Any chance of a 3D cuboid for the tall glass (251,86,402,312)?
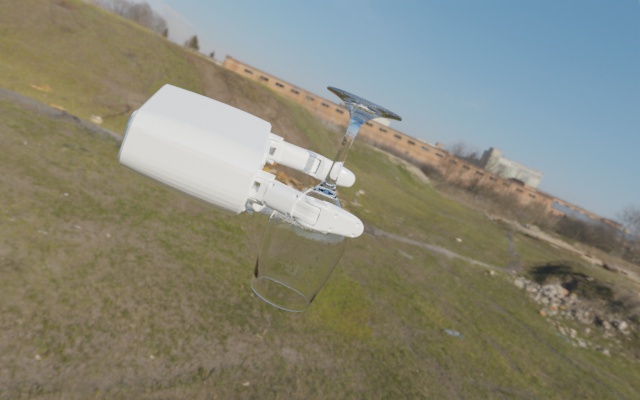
[{"bbox_3d":[0.000,0.001,0.447,0.079,0.201,0.079,23,9,-4],"label":"tall glass"}]
